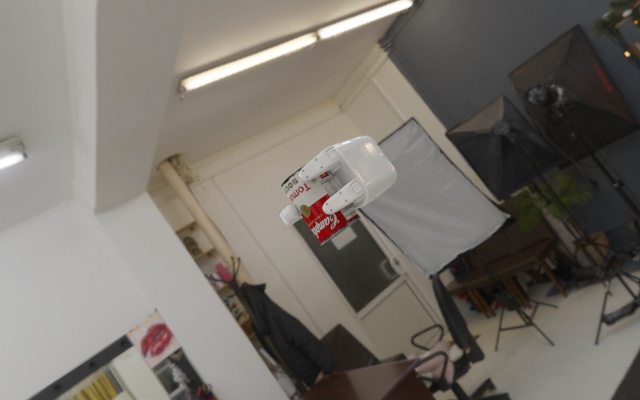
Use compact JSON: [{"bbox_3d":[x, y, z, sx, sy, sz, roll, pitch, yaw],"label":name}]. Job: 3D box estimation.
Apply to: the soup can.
[{"bbox_3d":[0.000,0.002,0.671,0.068,0.102,0.068,-35,-5,-4],"label":"soup can"}]
